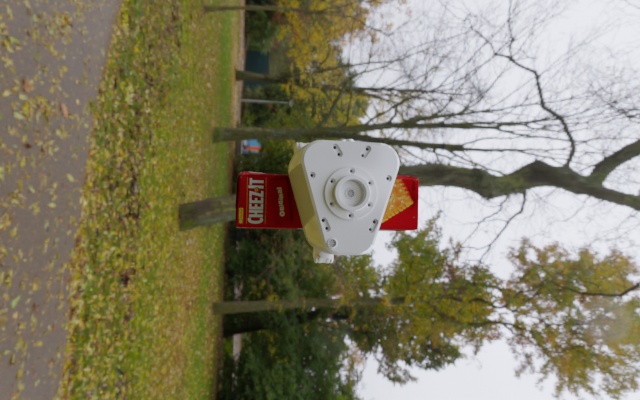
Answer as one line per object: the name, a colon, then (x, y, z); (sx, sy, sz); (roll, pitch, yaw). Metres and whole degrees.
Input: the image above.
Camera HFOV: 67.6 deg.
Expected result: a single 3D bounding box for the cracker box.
cracker box: (0.000, 0.002, 0.625); (0.214, 0.072, 0.164); (2, -2, -8)
